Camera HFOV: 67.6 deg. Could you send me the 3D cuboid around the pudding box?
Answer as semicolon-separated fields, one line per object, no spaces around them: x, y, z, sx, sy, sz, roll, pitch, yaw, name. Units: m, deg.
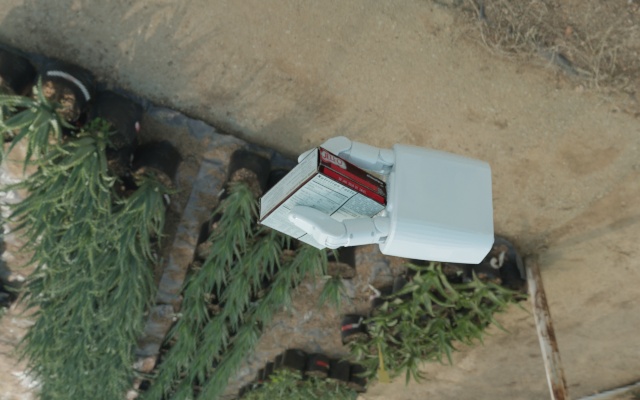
0.000;0.002;0.503;0.090;0.039;0.113;27;-45;-28;pudding box
